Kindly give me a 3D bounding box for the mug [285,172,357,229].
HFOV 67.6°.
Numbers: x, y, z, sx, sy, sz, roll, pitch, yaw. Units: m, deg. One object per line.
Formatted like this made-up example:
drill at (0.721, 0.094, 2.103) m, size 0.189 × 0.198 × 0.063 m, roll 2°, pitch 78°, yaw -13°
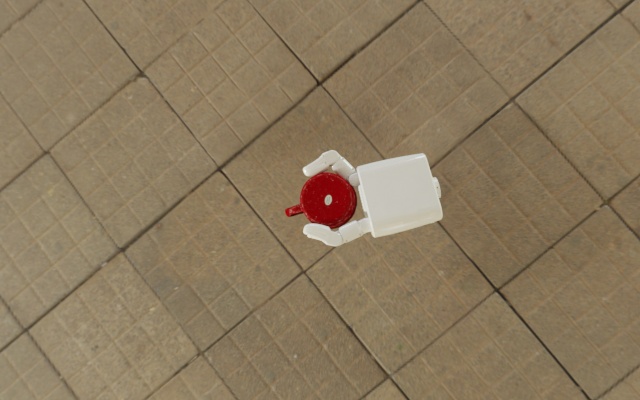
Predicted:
mug at (-0.001, 0.003, 0.753) m, size 0.117 × 0.093 × 0.081 m, roll -15°, pitch -3°, yaw 3°
